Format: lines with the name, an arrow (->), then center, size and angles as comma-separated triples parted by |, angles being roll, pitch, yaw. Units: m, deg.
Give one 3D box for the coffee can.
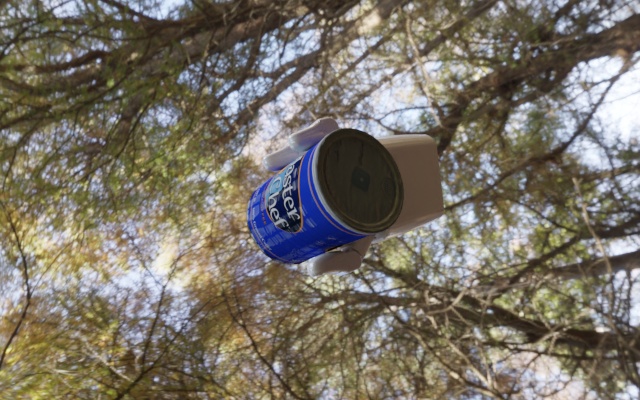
coffee can -> 0.000, 0.002, 0.489 | 0.103, 0.102, 0.140 | 0, -18, -35
